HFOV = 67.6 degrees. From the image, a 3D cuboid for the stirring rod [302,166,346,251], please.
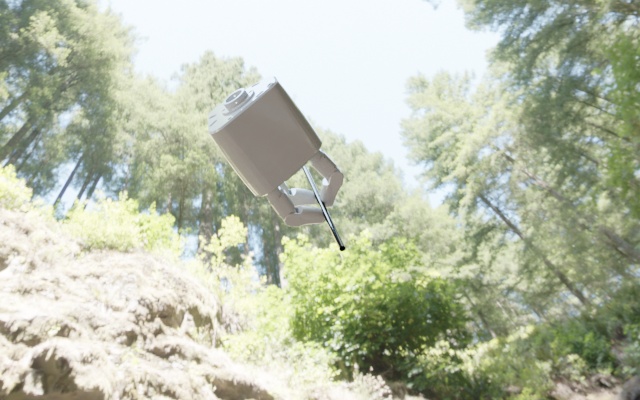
[{"bbox_3d":[0.000,0.002,0.676,0.011,0.011,0.239,0,28,-14],"label":"stirring rod"}]
